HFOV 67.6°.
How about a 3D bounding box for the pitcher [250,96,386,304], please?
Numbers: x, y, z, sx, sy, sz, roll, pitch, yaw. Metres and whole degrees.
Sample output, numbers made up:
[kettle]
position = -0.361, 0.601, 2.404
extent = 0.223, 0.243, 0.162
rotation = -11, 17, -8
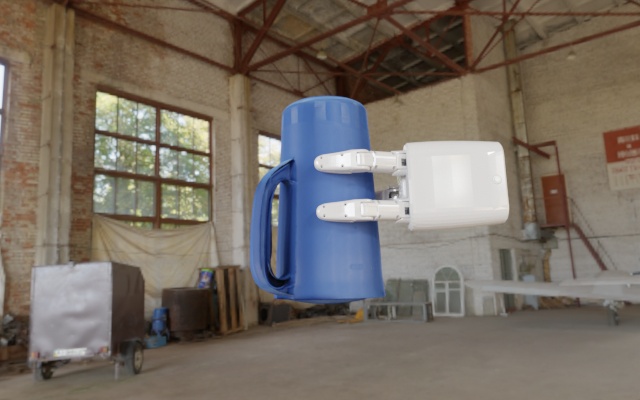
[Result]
[pitcher]
position = 0.000, 0.002, 0.580
extent = 0.145, 0.242, 0.149
rotation = -3, -9, 6
